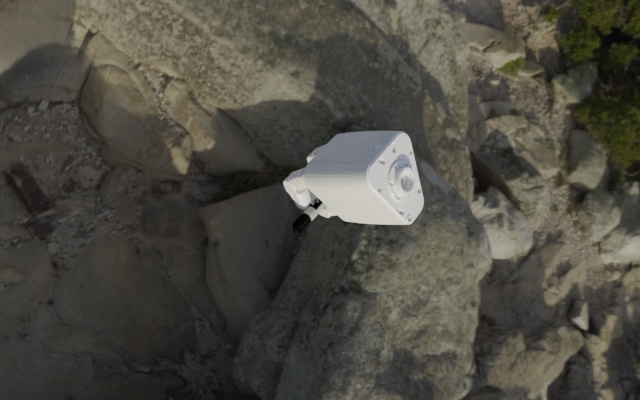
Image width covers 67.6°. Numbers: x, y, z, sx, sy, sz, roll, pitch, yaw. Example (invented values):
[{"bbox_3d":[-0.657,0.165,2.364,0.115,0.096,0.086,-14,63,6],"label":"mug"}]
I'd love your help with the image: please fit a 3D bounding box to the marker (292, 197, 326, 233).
[{"bbox_3d":[0.000,0.002,0.678,0.020,0.020,0.121,0,41,50],"label":"marker"}]
